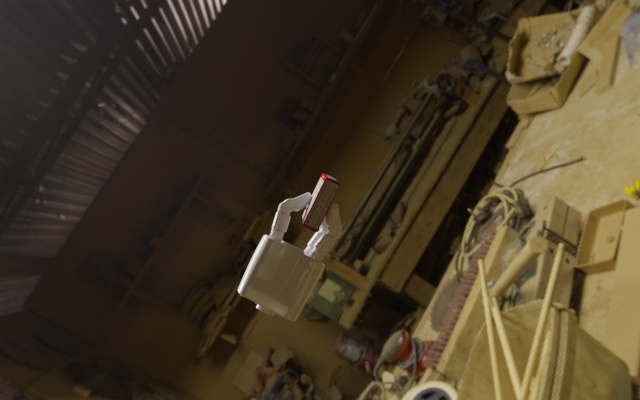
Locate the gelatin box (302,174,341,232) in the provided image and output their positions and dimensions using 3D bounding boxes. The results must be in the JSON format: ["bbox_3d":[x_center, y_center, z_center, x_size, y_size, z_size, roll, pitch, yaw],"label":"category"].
[{"bbox_3d":[0.000,0.002,0.798,0.030,0.089,0.073,25,6,-6],"label":"gelatin box"}]
